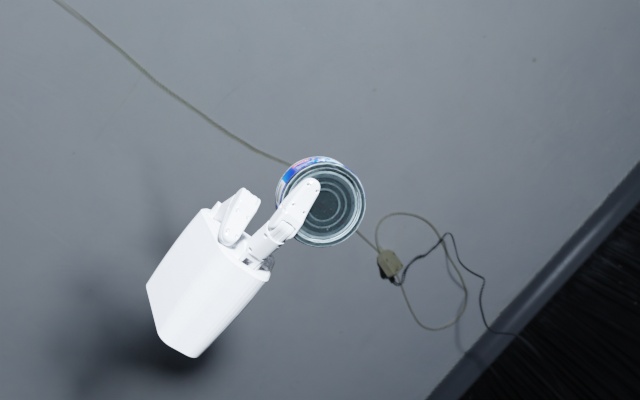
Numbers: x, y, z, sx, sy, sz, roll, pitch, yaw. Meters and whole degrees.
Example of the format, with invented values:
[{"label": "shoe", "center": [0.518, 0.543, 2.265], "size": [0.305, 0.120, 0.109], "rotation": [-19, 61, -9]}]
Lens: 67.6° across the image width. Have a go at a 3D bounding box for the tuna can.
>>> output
[{"label": "tuna can", "center": [0.000, 0.002, 0.465], "size": [0.086, 0.086, 0.033], "rotation": [0, 13, -13]}]
